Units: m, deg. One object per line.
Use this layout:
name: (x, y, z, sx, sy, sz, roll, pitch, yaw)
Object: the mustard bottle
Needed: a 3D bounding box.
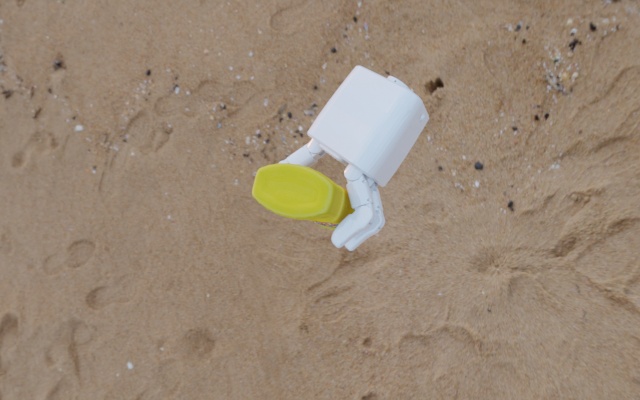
mustard bottle: (0.000, 0.002, 0.590, 0.096, 0.058, 0.192, 11, -4, 21)
